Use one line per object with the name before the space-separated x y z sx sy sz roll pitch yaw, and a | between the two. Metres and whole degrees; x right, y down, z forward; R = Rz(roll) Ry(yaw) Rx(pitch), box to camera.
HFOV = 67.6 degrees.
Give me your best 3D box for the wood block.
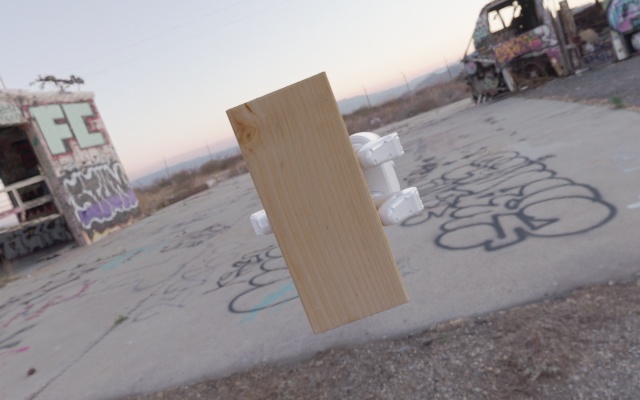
wood block | 0.000 0.001 0.441 0.091 0.206 0.090 -21 6 4
